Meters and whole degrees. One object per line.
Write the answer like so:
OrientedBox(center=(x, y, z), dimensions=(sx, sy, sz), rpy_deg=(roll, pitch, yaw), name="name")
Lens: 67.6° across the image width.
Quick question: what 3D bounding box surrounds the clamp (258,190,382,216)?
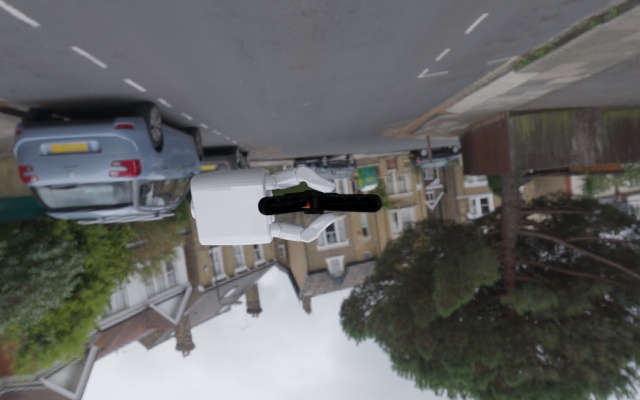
OrientedBox(center=(0.000, 0.003, 0.716), dimensions=(0.164, 0.036, 0.210), rpy_deg=(0, 2, 0), name="clamp")
